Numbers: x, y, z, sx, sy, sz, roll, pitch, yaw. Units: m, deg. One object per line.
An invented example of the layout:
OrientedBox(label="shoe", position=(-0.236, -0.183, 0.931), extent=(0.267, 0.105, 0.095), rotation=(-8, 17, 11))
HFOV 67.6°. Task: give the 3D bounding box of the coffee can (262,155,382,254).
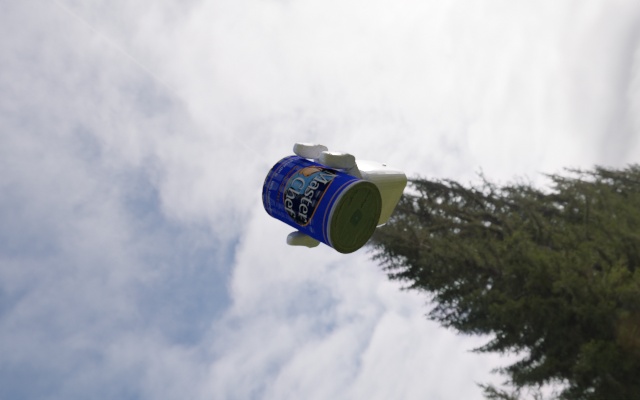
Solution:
OrientedBox(label="coffee can", position=(0.000, 0.002, 0.673), extent=(0.140, 0.103, 0.103), rotation=(24, 16, 40))
